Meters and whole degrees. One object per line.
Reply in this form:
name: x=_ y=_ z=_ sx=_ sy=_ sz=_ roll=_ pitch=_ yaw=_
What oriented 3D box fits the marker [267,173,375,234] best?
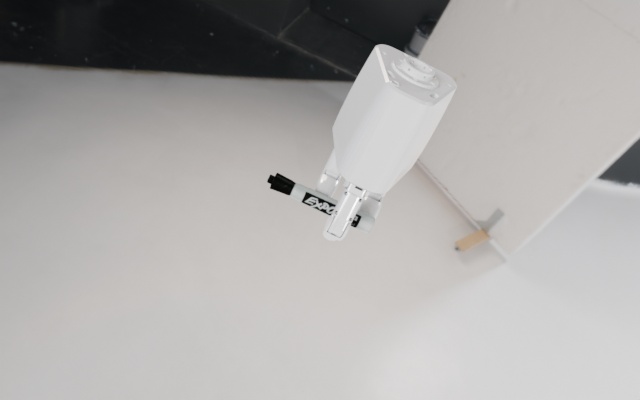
marker: x=0.000 y=0.002 z=0.507 sx=0.121 sy=0.020 sz=0.020 roll=25 pitch=-1 yaw=-3
